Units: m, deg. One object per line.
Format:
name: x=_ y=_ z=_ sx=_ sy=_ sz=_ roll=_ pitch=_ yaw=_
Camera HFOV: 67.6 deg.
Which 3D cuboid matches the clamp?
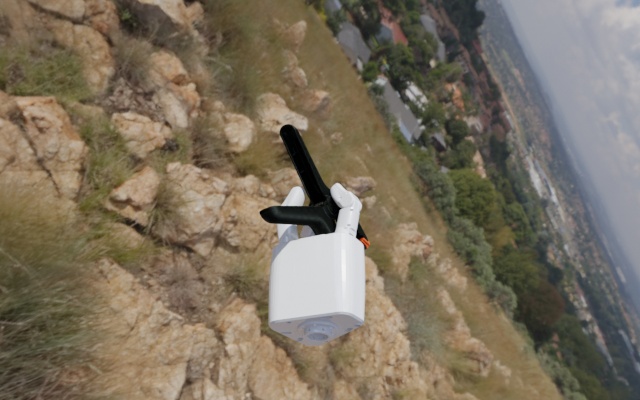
clamp: x=0.001 y=0.002 z=0.659 sx=0.036 sy=0.164 sz=0.210 roll=-22 pitch=-43 yaw=31
